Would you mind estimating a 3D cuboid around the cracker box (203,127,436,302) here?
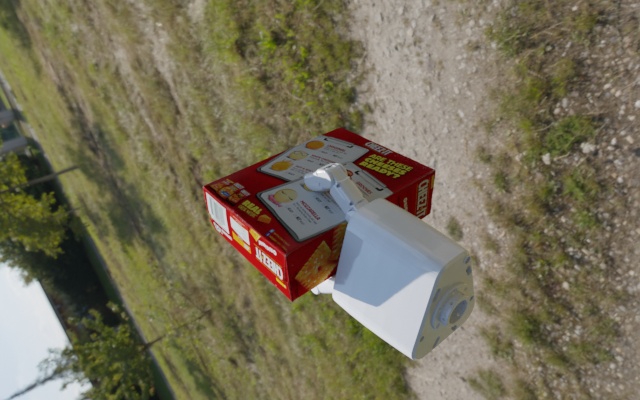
[{"bbox_3d":[0.000,0.002,0.555,0.213,0.072,0.164,-27,41,-31],"label":"cracker box"}]
